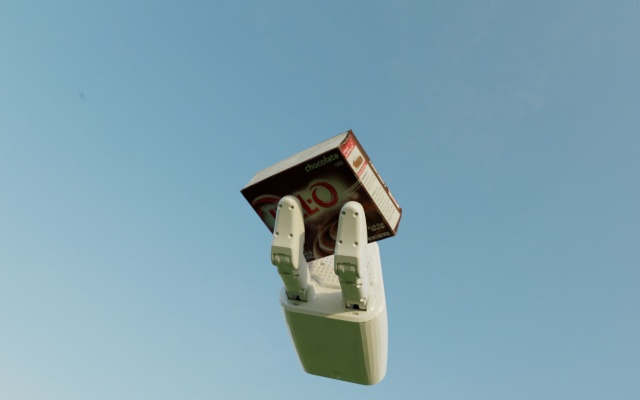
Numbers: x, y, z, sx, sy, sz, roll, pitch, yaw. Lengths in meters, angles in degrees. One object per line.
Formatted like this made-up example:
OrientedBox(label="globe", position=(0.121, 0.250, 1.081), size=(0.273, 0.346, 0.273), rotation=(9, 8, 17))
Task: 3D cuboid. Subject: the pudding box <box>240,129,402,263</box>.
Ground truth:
OrientedBox(label="pudding box", position=(0.000, 0.001, 0.412), size=(0.113, 0.090, 0.039), rotation=(-22, 24, 33))
